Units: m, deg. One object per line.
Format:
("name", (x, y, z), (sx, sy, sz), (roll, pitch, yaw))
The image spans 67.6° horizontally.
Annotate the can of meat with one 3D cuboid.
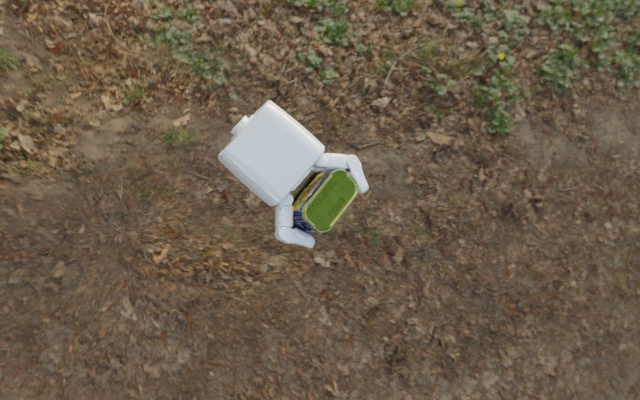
("can of meat", (0.000, 0.002, 0.710), (0.057, 0.102, 0.084), (43, -18, -14))
